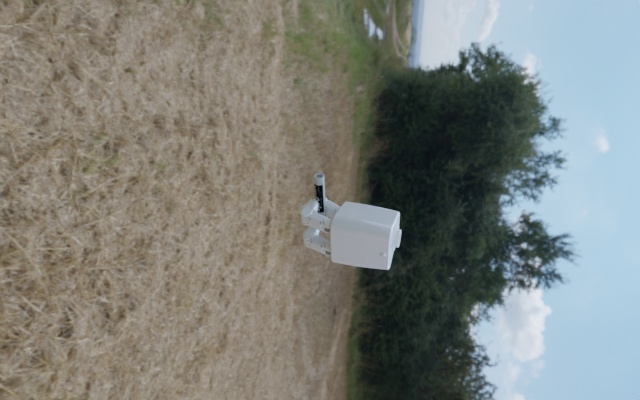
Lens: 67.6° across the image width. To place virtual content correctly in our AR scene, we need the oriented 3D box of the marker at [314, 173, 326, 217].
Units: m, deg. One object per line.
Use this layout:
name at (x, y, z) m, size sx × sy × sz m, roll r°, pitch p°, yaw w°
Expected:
marker at (0.000, 0.003, 0.898) m, size 0.020 × 0.121 × 0.020 m, roll -2°, pitch 38°, yaw 2°
